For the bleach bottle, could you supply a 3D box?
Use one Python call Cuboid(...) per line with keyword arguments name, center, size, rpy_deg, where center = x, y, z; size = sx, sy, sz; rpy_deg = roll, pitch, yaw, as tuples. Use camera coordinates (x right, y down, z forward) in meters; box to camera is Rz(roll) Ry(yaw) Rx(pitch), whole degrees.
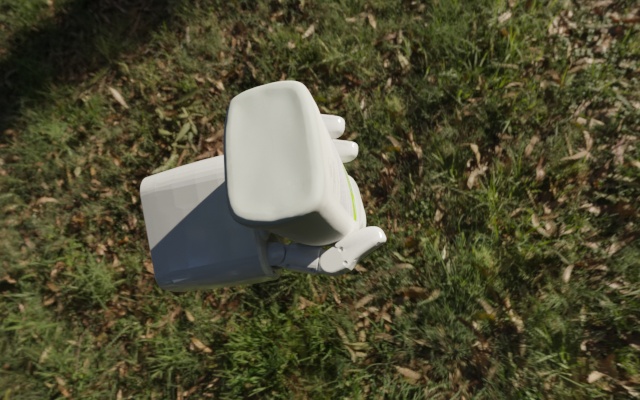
Cuboid(name="bleach bottle", center=(0.000, 0.001, 0.417), size=(0.068, 0.102, 0.251), rpy_deg=(-11, -19, 12))
